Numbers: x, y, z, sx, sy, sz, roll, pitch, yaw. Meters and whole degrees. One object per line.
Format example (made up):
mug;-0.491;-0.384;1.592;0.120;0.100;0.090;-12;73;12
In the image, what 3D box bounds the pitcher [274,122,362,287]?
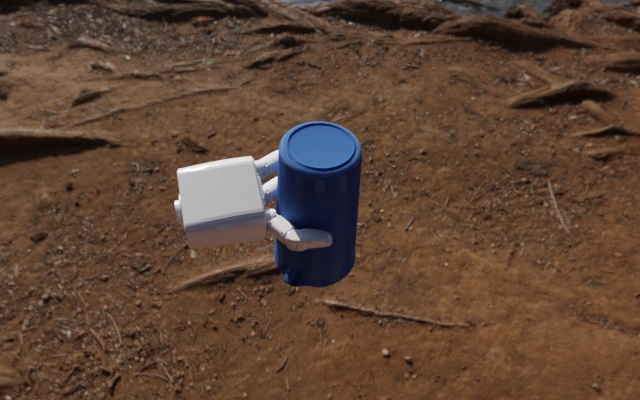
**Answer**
pitcher;0.000;0.002;0.701;0.145;0.149;0.243;-9;-40;-12
